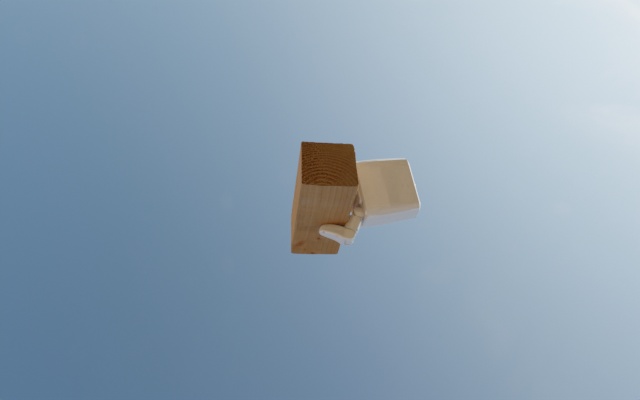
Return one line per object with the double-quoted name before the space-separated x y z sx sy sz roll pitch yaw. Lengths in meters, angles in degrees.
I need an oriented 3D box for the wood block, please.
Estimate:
"wood block" 0.001 0.003 0.826 0.090 0.090 0.206 2 -37 -7
